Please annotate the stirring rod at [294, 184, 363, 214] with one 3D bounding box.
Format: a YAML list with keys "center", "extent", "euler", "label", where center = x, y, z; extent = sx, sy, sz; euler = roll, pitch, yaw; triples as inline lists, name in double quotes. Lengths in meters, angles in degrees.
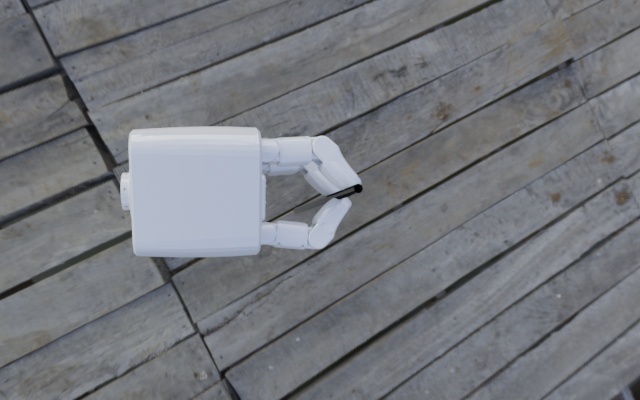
- center: [0.000, 0.002, 0.516]
  extent: [0.011, 0.011, 0.239]
  euler: [0, -6, -15]
  label: "stirring rod"
